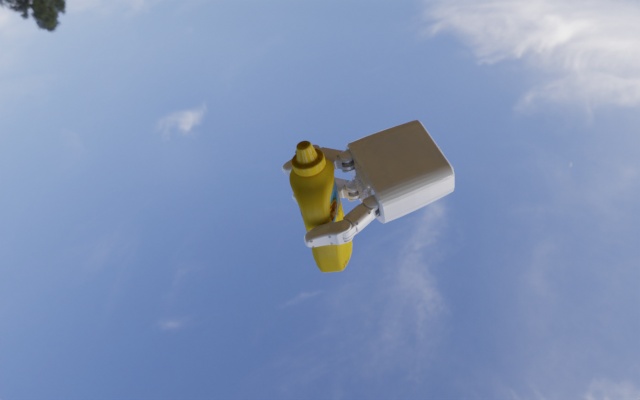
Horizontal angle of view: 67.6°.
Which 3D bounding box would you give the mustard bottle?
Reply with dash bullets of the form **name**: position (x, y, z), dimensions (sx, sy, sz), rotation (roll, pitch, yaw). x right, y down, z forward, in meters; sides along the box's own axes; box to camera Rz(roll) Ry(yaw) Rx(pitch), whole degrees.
- **mustard bottle**: position (0.000, 0.002, 0.626), dimensions (0.058, 0.192, 0.096), rotation (-5, 44, 11)
